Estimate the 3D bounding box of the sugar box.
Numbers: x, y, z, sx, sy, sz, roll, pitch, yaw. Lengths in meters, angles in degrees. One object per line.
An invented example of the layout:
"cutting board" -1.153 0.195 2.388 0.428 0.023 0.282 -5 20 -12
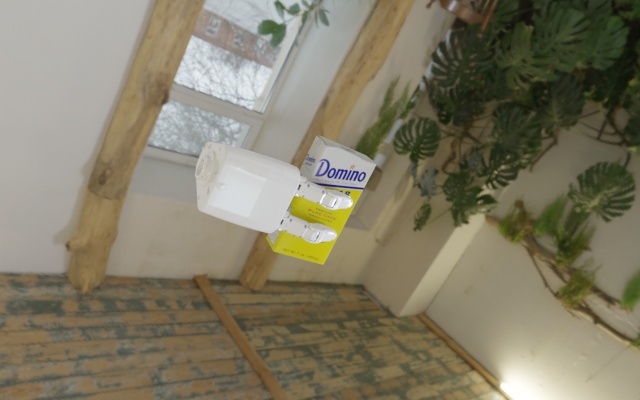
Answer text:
"sugar box" 0.000 0.003 0.702 0.093 0.176 0.048 18 18 -30
